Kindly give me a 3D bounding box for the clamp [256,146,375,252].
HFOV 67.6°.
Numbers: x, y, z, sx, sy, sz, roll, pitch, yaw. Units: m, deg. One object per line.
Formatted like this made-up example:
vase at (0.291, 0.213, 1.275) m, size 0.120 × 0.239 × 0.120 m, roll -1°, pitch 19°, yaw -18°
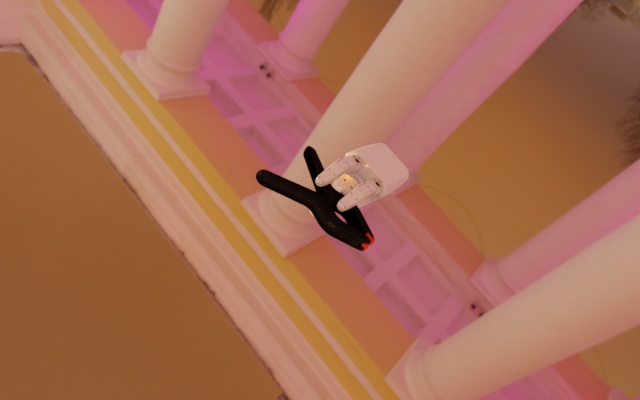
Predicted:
clamp at (0.000, 0.003, 0.777) m, size 0.164 × 0.210 × 0.036 m, roll -25°, pitch -19°, yaw -52°
